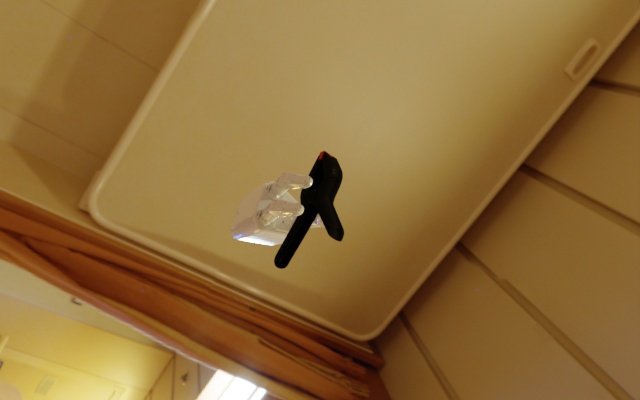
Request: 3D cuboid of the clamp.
[{"bbox_3d":[0.001,0.003,0.773,0.036,0.210,0.164,31,-31,-26],"label":"clamp"}]
